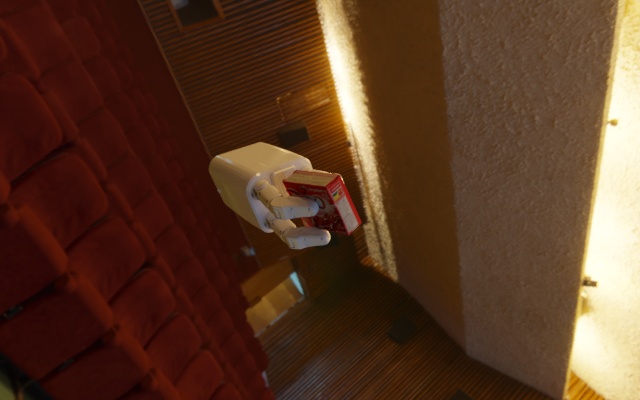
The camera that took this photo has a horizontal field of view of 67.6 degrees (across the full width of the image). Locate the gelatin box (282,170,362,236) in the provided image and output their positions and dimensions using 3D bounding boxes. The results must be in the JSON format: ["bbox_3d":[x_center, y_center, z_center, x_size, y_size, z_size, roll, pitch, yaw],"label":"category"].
[{"bbox_3d":[0.001,0.002,0.597,0.089,0.073,0.030,10,43,48],"label":"gelatin box"}]
